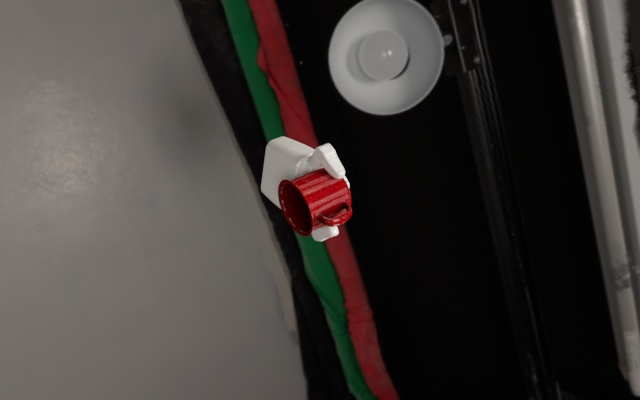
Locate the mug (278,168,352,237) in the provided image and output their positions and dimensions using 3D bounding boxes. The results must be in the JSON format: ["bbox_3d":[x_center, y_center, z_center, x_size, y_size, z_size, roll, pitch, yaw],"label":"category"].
[{"bbox_3d":[0.001,0.003,0.730,0.081,0.093,0.117,-25,38,-29],"label":"mug"}]
